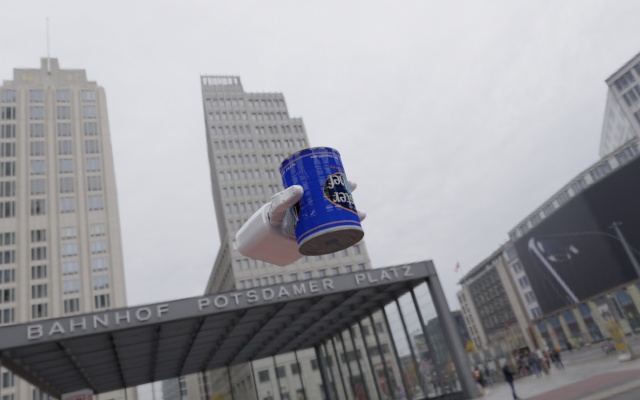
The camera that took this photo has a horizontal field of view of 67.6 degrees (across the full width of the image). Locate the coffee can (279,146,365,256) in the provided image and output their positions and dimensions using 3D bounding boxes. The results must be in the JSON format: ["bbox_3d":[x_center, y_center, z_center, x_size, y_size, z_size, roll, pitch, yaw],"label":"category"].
[{"bbox_3d":[0.000,0.002,0.741,0.103,0.140,0.103,-13,-23,-6],"label":"coffee can"}]
